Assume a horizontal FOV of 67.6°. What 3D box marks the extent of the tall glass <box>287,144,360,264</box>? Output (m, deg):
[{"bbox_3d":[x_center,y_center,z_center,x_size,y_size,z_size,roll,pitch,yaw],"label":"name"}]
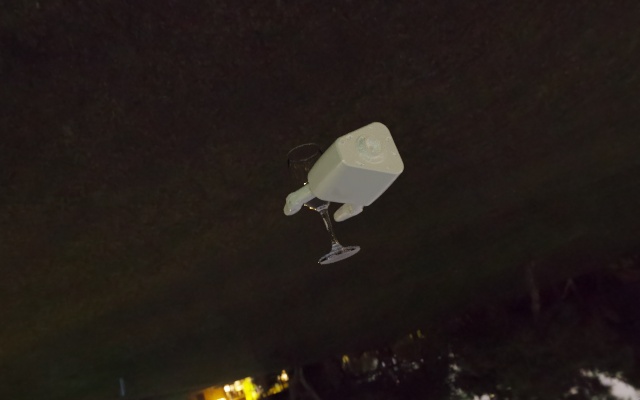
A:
[{"bbox_3d":[0.000,0.003,0.824,0.079,0.201,0.079,-18,-19,-6],"label":"tall glass"}]
